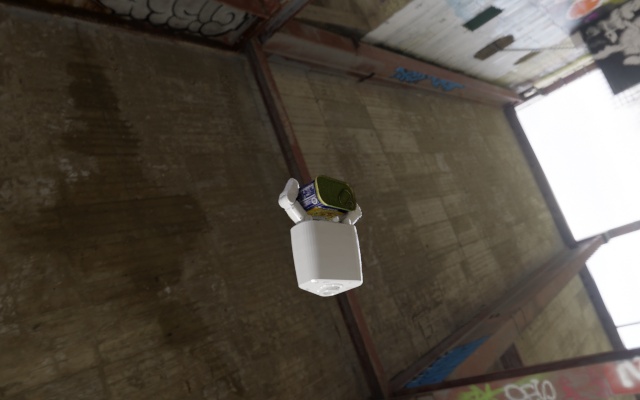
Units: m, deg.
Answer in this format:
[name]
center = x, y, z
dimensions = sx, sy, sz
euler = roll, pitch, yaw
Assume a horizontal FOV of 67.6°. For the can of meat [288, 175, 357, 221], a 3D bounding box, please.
[can of meat]
center = 0.000, 0.003, 0.859
dimensions = 0.084, 0.057, 0.102
euler = -28, -28, 36
